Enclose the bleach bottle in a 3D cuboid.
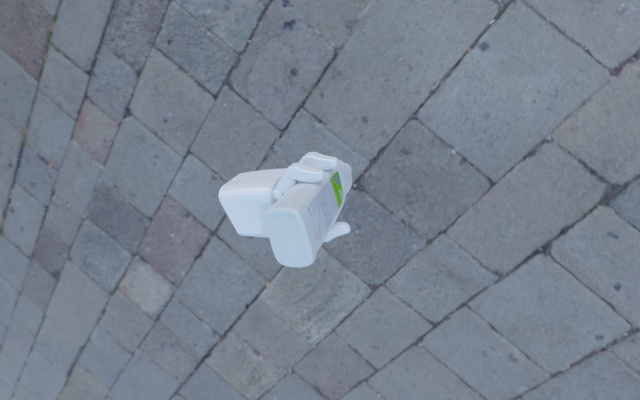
[{"bbox_3d":[0.000,0.002,0.786,0.068,0.103,0.250,-3,23,25],"label":"bleach bottle"}]
